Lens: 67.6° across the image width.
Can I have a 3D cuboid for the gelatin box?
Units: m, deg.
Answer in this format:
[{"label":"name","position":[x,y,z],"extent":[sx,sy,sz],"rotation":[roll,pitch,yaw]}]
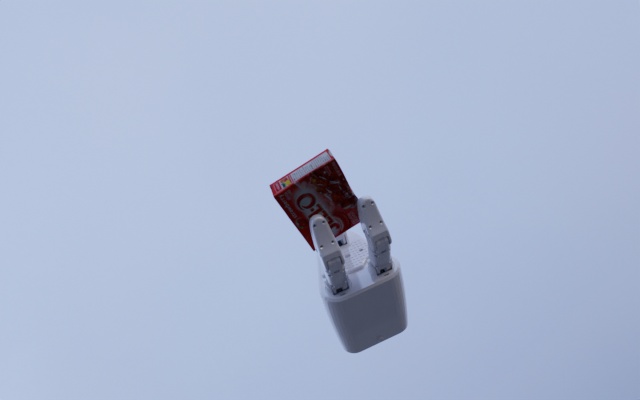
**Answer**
[{"label":"gelatin box","position":[0.000,0.001,0.506],"extent":[0.073,0.089,0.030],"rotation":[-32,33,2]}]
